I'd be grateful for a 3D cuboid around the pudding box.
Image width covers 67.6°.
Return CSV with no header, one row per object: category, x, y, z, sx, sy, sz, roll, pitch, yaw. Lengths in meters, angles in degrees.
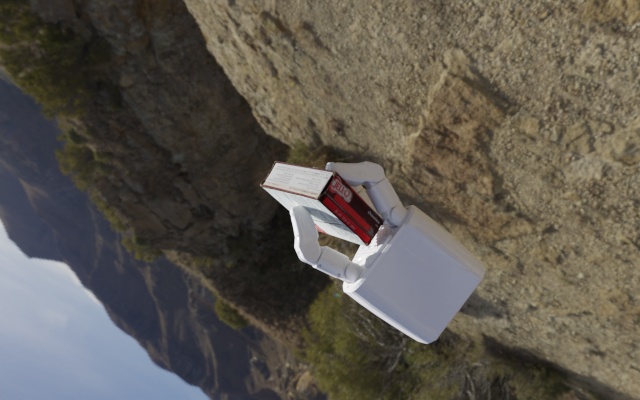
pudding box,0.000,0.002,0.514,0.113,0.039,0.090,12,-26,51
